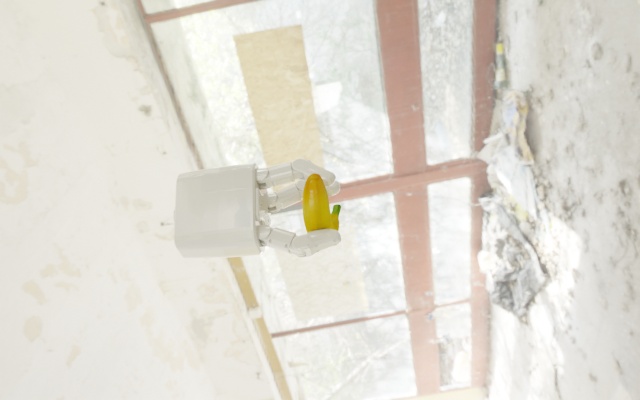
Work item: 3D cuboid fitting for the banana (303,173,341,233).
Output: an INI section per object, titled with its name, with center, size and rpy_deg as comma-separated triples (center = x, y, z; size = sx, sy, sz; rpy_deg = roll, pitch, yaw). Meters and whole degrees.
[banana]
center = 0.000, 0.021, 0.628
size = 0.037, 0.069, 0.198
rpy_deg = -1, -11, 8
